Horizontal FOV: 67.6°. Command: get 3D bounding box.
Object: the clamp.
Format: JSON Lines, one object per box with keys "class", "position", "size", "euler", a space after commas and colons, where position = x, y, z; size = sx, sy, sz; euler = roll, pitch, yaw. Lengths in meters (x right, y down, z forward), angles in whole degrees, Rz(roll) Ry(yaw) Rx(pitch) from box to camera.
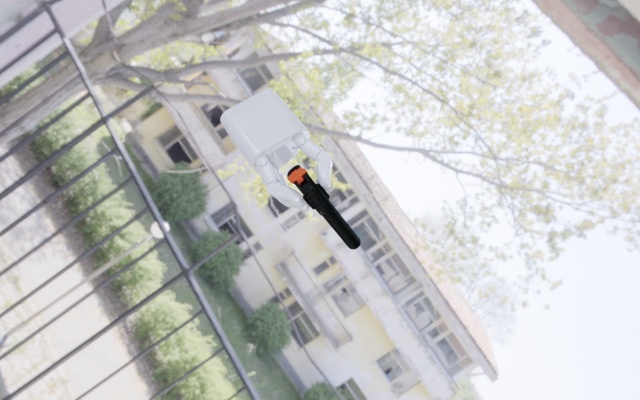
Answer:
{"class": "clamp", "position": [0.001, 0.002, 0.772], "size": [0.036, 0.164, 0.210], "euler": [-40, -18, 1]}
